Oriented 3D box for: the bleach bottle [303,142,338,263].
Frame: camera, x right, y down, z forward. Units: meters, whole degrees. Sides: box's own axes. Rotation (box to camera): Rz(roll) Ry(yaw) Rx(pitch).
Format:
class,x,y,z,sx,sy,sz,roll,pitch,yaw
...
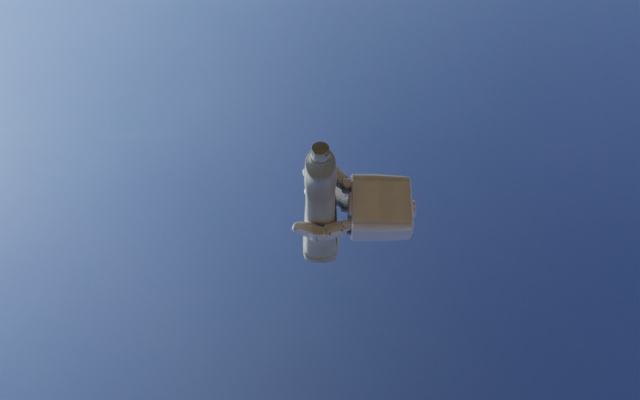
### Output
class,x,y,z,sx,sy,sz,roll,pitch,yaw
bleach bottle,0.000,0.003,0.836,0.068,0.102,0.251,0,-38,0
